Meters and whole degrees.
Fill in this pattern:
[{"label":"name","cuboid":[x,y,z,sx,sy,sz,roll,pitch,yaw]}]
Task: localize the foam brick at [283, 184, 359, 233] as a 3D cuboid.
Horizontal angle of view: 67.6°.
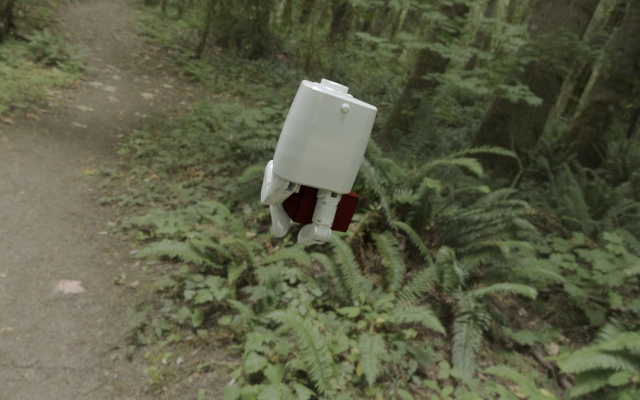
[{"label":"foam brick","cuboid":[0.000,0.002,0.605,0.078,0.051,0.053,13,16,-25]}]
